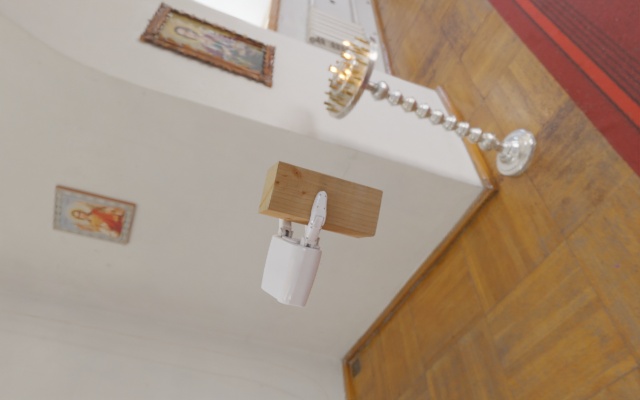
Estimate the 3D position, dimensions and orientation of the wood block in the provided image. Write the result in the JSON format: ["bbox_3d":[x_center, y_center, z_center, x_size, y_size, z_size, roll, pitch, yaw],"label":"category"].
[{"bbox_3d":[0.000,0.003,0.895,0.206,0.090,0.091,15,-11,-17],"label":"wood block"}]
